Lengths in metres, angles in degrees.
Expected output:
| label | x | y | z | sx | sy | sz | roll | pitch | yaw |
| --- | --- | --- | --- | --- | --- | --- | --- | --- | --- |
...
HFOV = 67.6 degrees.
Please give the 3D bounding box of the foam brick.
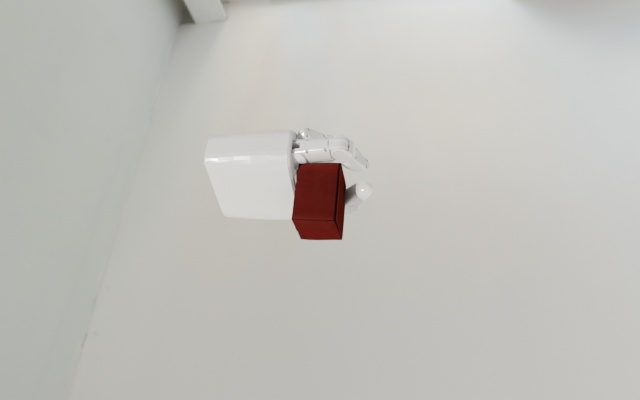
| label | x | y | z | sx | sy | sz | roll | pitch | yaw |
| --- | --- | --- | --- | --- | --- | --- | --- | --- | --- |
| foam brick | 0.000 | 0.002 | 0.558 | 0.051 | 0.078 | 0.053 | -1 | -31 | 11 |
